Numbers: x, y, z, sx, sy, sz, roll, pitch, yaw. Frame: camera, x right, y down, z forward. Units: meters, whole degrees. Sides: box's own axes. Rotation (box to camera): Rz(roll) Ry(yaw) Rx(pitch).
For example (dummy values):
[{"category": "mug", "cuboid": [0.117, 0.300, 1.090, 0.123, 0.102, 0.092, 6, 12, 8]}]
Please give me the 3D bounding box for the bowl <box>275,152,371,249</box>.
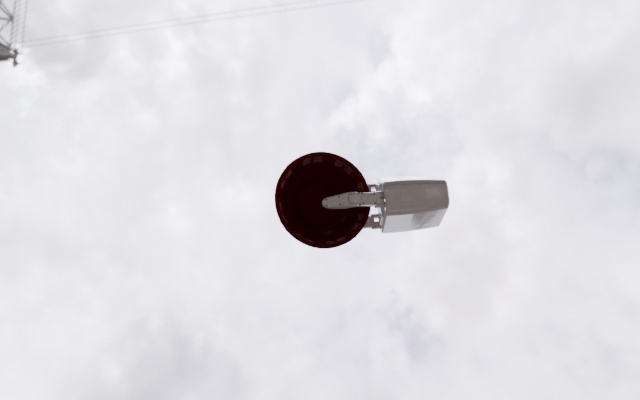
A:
[{"category": "bowl", "cuboid": [-0.001, 0.002, 0.806, 0.162, 0.162, 0.055, 0, -10, -12]}]
